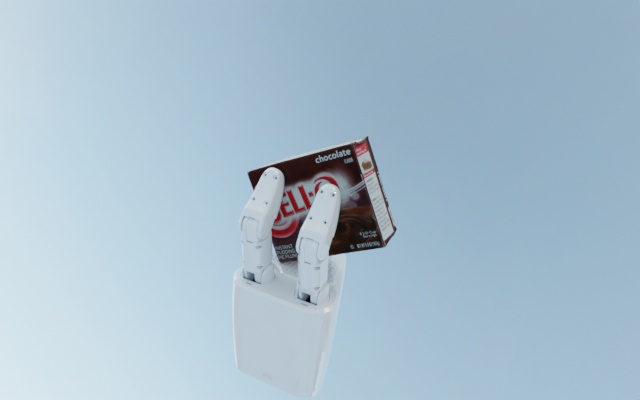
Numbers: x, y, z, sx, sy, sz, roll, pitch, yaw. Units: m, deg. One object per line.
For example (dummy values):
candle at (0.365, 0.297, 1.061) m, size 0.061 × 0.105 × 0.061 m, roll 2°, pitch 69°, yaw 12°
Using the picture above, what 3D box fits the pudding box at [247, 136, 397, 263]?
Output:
pudding box at (0.000, 0.001, 0.418) m, size 0.113 × 0.090 × 0.039 m, roll -13°, pitch 12°, yaw 30°
